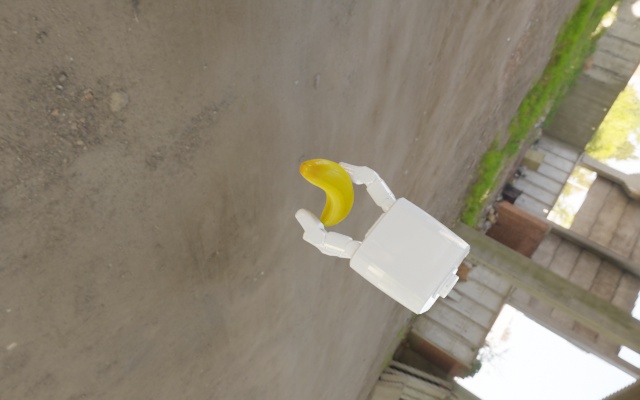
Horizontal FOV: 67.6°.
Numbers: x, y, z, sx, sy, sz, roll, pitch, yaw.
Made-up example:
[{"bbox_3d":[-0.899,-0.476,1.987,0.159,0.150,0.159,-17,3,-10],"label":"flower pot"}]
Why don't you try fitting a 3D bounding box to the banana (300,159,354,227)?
[{"bbox_3d":[0.014,-0.008,0.638,0.037,0.069,0.198,42,-17,23],"label":"banana"}]
